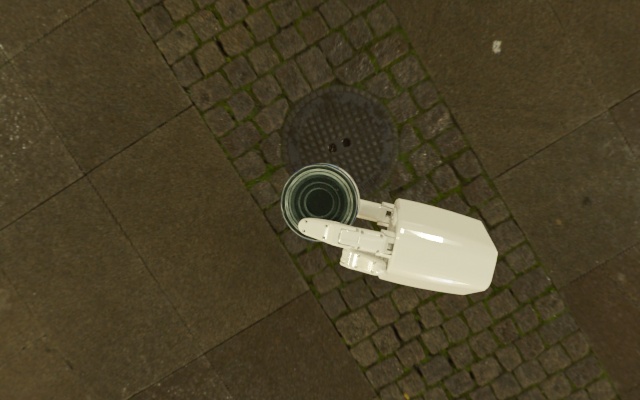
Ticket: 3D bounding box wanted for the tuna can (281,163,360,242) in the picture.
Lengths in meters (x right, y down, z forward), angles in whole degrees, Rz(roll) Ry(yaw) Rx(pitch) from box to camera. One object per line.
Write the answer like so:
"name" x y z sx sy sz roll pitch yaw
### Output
"tuna can" 0.000 0.002 0.523 0.086 0.086 0.034 0 4 7
